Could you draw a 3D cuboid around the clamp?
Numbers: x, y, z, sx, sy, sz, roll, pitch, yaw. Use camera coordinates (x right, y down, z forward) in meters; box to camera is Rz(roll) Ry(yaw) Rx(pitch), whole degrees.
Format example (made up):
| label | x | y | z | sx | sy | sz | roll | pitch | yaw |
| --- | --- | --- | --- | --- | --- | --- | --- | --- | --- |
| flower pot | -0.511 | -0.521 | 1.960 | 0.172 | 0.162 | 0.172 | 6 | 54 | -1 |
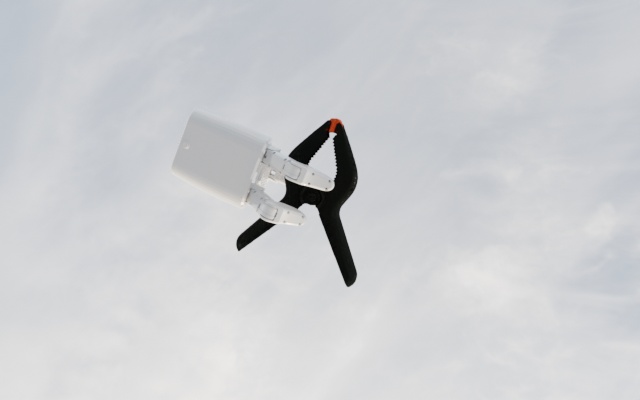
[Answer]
| label | x | y | z | sx | sy | sz | roll | pitch | yaw |
| --- | --- | --- | --- | --- | --- | --- | --- | --- | --- |
| clamp | 0.000 | 0.001 | 0.610 | 0.164 | 0.210 | 0.036 | 24 | 11 | 3 |
